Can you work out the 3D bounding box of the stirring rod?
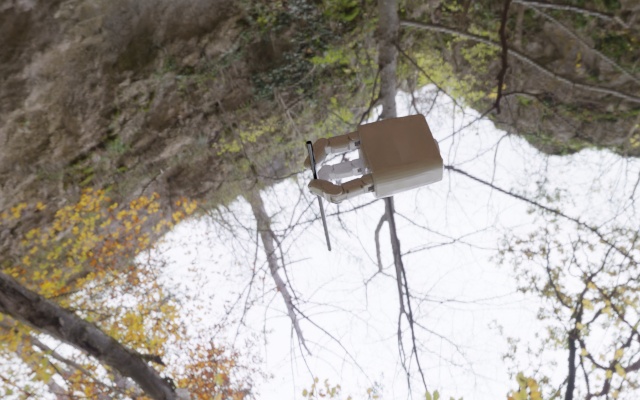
[{"bbox_3d":[0.000,0.002,0.751,0.011,0.011,0.240,0,-44,11],"label":"stirring rod"}]
